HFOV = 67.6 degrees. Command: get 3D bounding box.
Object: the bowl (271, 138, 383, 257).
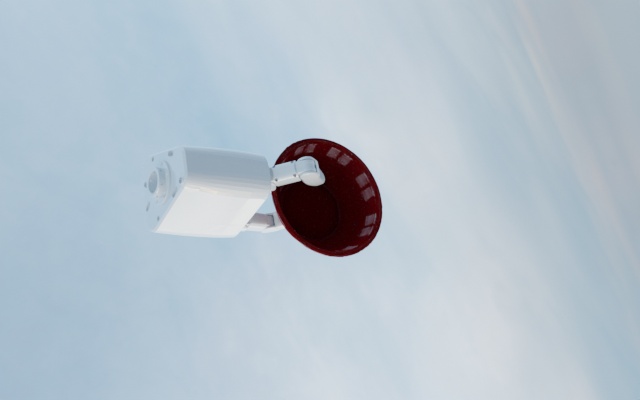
[{"bbox_3d":[0.001,0.003,0.624,0.162,0.162,0.055,0,-21,-30],"label":"bowl"}]
